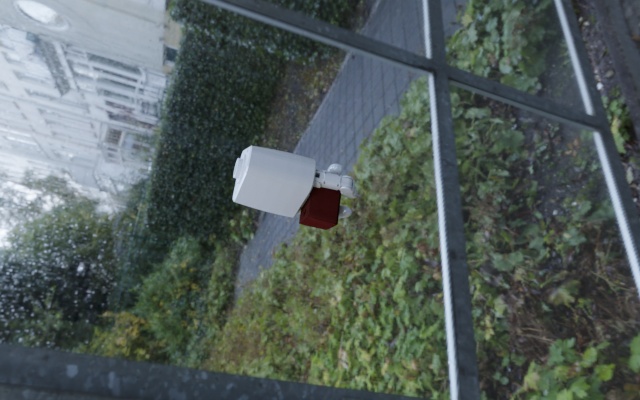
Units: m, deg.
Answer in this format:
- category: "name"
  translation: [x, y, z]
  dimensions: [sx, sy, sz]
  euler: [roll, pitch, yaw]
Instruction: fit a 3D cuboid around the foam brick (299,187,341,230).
- category: "foam brick"
  translation: [0.000, 0.003, 0.778]
  dimensions: [0.051, 0.078, 0.053]
  euler: [13, -20, -17]
